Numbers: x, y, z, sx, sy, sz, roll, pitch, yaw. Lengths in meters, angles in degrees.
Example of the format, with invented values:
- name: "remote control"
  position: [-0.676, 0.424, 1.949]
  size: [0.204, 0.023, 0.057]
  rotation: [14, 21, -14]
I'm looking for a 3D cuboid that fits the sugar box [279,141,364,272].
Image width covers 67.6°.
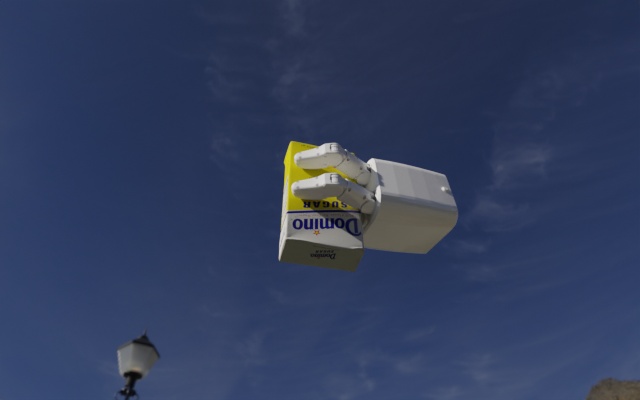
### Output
- name: "sugar box"
  position: [0.000, 0.001, 0.593]
  size: [0.093, 0.048, 0.176]
  rotation: [9, 41, -11]
